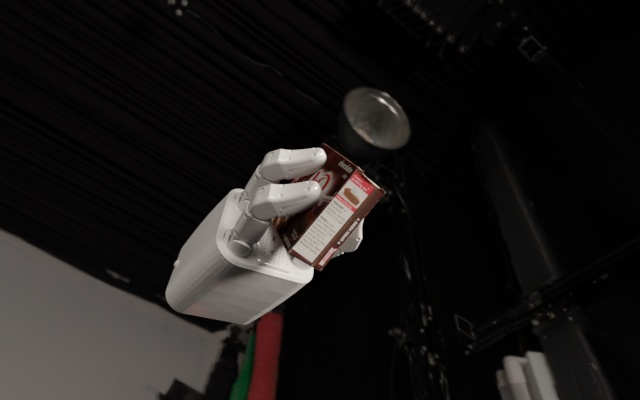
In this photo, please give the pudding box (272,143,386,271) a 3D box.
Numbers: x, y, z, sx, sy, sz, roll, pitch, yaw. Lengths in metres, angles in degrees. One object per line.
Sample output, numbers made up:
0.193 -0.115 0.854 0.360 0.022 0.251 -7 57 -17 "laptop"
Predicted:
0.000 0.002 0.432 0.039 0.090 0.113 37 4 -24 "pudding box"
